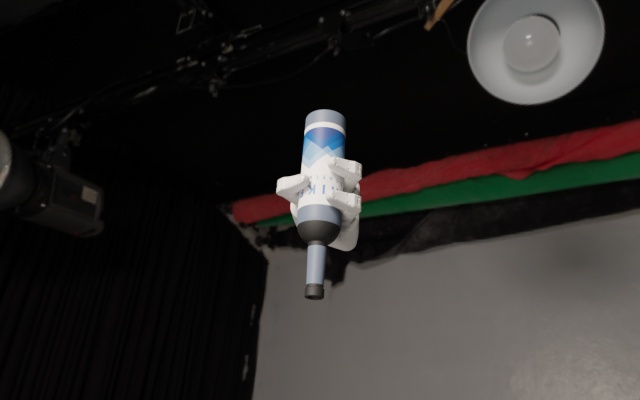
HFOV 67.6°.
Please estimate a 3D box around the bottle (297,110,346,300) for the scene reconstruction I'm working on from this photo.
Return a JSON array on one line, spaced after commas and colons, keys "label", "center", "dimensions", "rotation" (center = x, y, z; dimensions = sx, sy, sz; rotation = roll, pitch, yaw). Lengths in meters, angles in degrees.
[{"label": "bottle", "center": [0.000, 0.002, 0.724], "dimensions": [0.069, 0.295, 0.069], "rotation": [3, -25, 1]}]
